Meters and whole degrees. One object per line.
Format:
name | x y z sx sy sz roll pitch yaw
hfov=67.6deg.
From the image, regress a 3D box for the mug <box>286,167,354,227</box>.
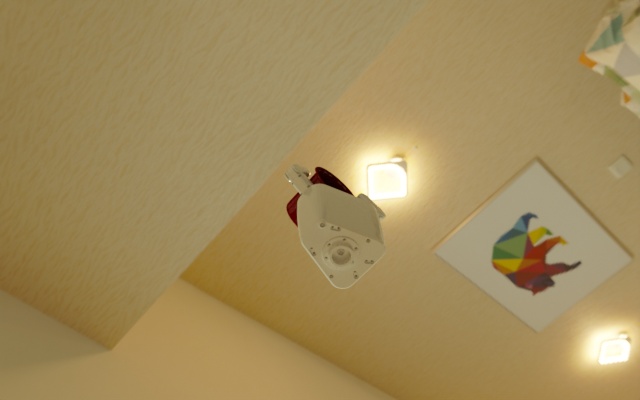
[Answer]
mug | 0.000 0.002 0.762 0.093 0.081 0.117 38 17 -18
